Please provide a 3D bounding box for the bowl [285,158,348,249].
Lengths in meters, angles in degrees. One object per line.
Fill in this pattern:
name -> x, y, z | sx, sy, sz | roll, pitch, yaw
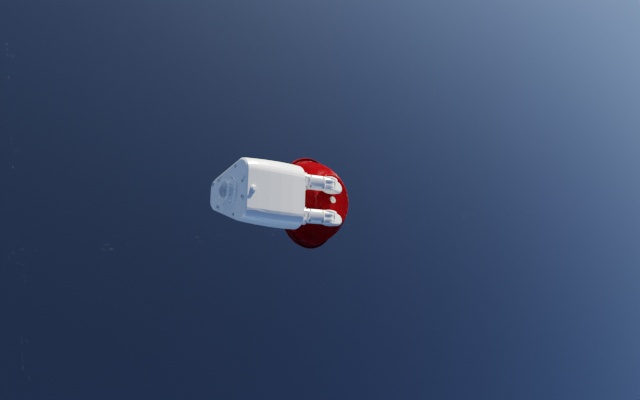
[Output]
bowl -> 0.001, 0.003, 0.833 | 0.055, 0.162, 0.162 | -6, -4, 39
